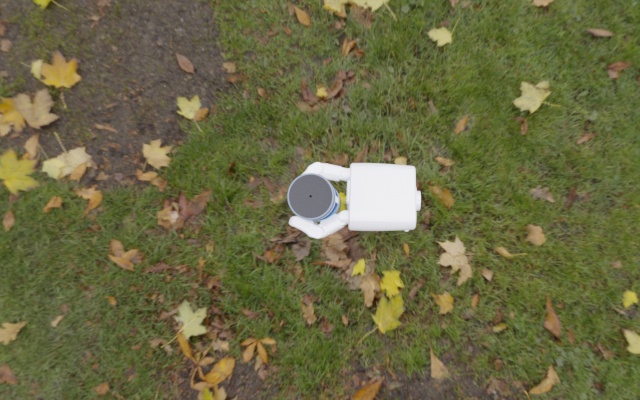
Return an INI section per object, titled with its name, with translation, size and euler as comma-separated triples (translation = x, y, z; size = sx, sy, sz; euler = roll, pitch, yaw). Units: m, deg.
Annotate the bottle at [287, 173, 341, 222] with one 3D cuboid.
[bottle]
translation = 0.000, 0.003, 0.815
size = 0.069, 0.069, 0.296
euler = 0, -3, 5
